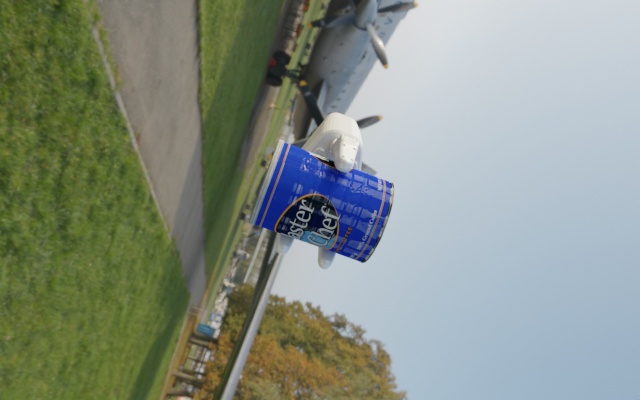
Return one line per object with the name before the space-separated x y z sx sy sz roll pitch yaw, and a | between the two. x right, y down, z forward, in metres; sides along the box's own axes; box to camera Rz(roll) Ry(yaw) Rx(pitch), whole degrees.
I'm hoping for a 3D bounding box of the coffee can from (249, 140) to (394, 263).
coffee can | 0.000 0.002 0.553 0.140 0.103 0.103 20 -2 -6
